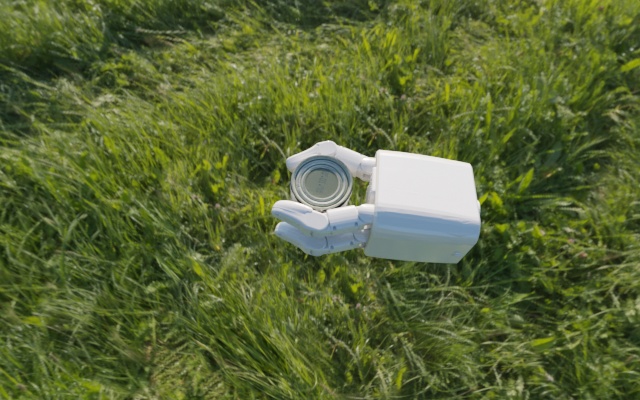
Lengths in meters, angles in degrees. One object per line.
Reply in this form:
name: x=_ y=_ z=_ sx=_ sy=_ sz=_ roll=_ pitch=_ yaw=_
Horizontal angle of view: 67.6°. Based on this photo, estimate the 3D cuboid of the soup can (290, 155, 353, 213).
soup can: x=0.000 y=0.001 z=0.540 sx=0.068 sy=0.068 sz=0.102 roll=0 pitch=-25 yaw=-2
